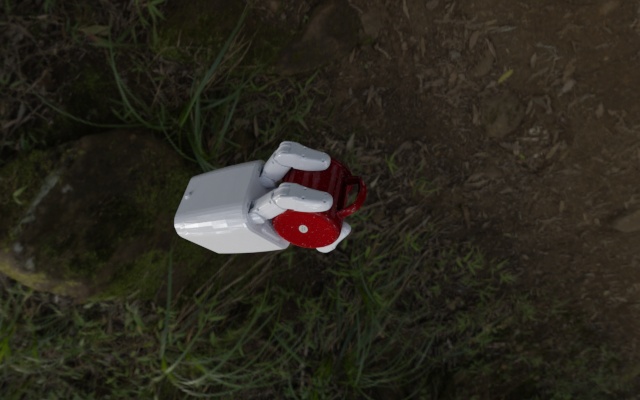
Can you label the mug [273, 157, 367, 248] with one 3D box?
[{"bbox_3d":[0.001,0.002,0.569,0.117,0.081,0.093,-9,-41,25],"label":"mug"}]
